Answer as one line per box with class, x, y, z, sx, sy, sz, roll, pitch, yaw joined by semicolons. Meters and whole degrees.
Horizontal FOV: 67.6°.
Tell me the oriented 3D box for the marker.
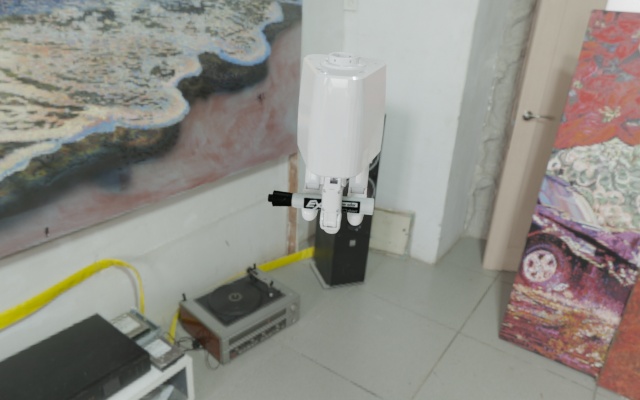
marker;0.000;0.002;0.546;0.121;0.020;0.020;5;0;3
